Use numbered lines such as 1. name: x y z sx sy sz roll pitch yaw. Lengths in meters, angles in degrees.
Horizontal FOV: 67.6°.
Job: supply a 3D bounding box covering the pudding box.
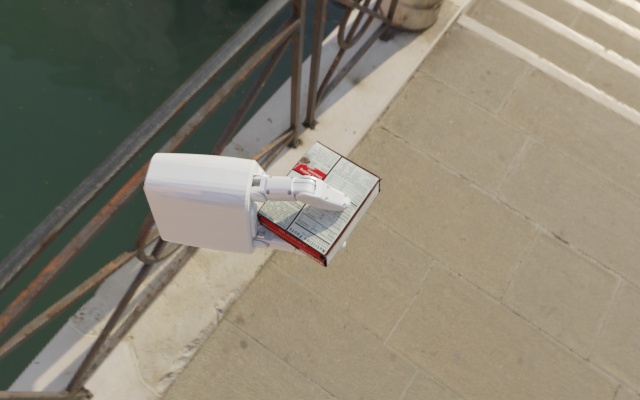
1. pudding box: 0.000 0.002 0.518 0.090 0.113 0.039 32 -18 14
